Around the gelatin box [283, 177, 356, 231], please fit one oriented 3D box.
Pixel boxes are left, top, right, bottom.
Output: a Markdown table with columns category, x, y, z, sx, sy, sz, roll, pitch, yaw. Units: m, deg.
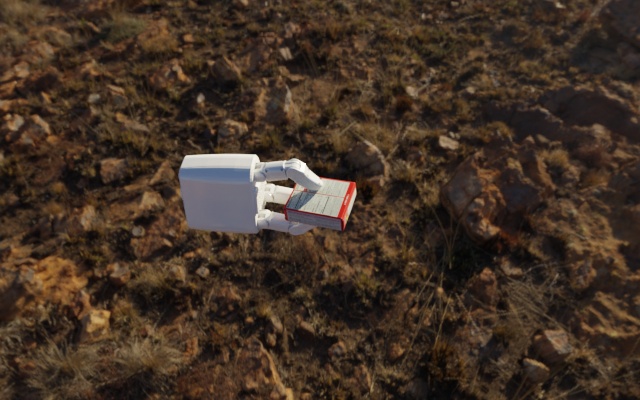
| category | x | y | z | sx | sy | sz | roll | pitch | yaw |
| --- | --- | --- | --- | --- | --- | --- | --- | --- | --- |
| gelatin box | 0.000 | 0.002 | 0.689 | 0.089 | 0.073 | 0.030 | 9 | -42 | 16 |
